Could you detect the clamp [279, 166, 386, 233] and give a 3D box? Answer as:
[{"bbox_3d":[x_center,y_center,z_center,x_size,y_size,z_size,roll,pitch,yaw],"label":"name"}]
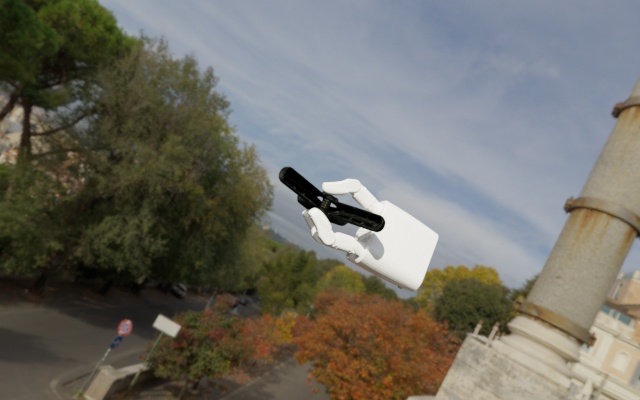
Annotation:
[{"bbox_3d":[0.001,0.002,0.749,0.164,0.036,0.210,30,-8,-9],"label":"clamp"}]
